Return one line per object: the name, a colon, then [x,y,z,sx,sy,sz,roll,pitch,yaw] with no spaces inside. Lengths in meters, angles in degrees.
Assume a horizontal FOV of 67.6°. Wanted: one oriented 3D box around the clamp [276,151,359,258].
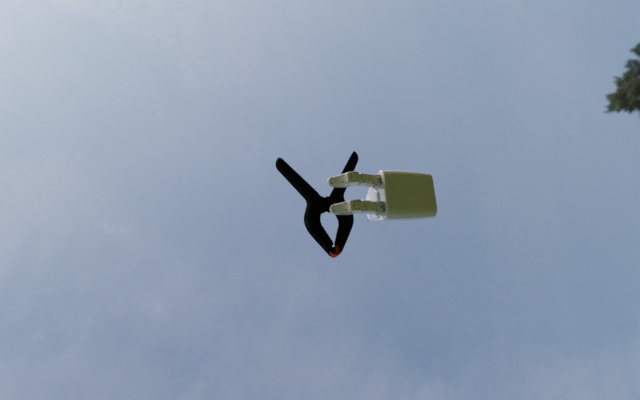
clamp: [0.000,0.004,0.900,0.164,0.210,0.036,0,-18,-12]
